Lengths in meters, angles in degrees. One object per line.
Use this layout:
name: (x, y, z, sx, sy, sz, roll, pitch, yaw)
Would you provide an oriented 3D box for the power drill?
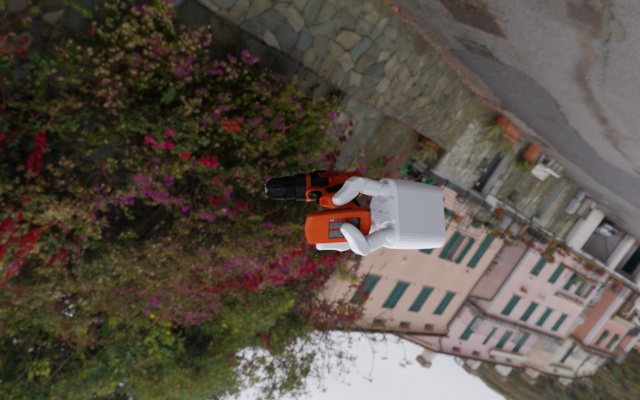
power drill: (0.000, 0.003, 0.812, 0.184, 0.057, 0.187, -5, 28, -7)
